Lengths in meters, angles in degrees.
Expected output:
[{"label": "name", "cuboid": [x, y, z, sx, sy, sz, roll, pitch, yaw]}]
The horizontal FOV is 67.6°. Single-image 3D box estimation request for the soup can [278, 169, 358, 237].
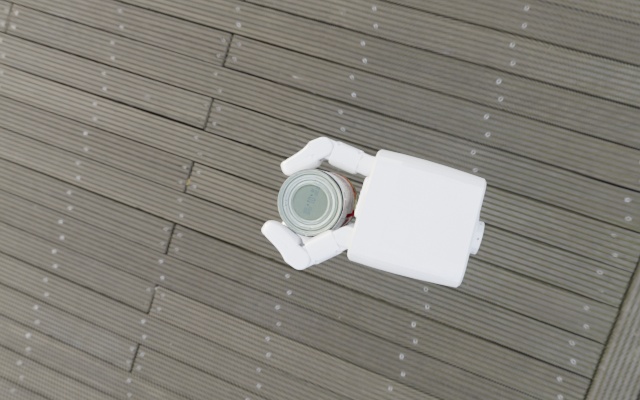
[{"label": "soup can", "cuboid": [0.000, 0.001, 0.509, 0.068, 0.068, 0.102, 0, 1, 12]}]
